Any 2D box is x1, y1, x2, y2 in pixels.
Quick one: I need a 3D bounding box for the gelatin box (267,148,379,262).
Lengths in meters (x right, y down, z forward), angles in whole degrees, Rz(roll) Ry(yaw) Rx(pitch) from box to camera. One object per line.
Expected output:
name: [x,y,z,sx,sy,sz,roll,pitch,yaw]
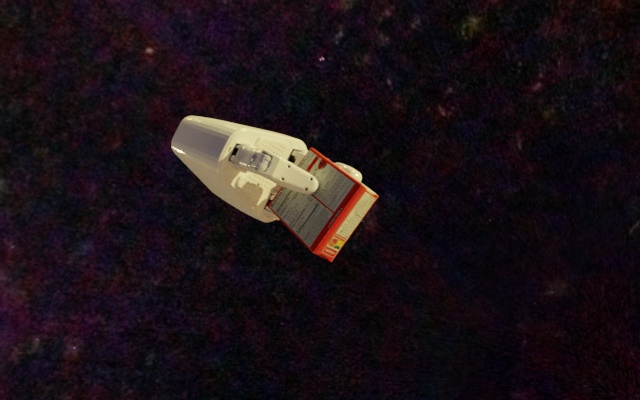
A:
gelatin box: [0.000,0.001,0.442,0.030,0.073,0.089,31,7,-44]
